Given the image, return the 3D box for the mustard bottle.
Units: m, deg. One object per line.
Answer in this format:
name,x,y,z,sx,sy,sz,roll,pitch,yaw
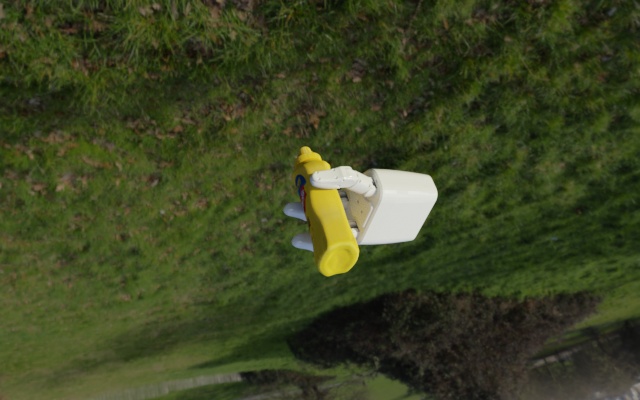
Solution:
mustard bottle,0.000,0.002,0.672,0.058,0.191,0.096,-13,-31,-7
